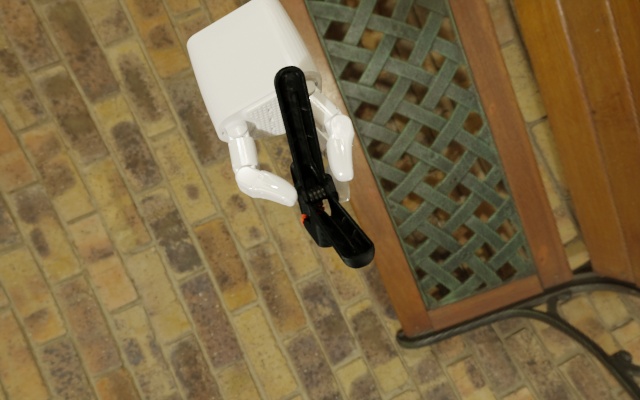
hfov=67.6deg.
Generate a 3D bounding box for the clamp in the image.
[{"bbox_3d":[-0.001,0.002,0.437,0.036,0.164,0.210,-19,-19,-8],"label":"clamp"}]
